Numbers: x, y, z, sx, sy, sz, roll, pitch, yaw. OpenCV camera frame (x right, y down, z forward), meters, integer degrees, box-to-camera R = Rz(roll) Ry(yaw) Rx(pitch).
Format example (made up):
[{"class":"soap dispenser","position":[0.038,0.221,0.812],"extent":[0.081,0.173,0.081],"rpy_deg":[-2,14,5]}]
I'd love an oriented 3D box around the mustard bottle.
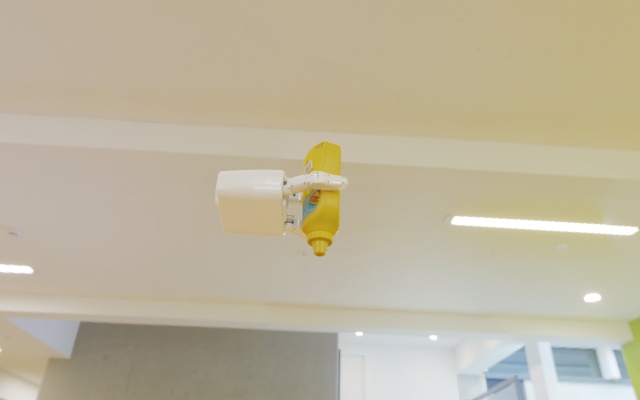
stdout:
[{"class":"mustard bottle","position":[0.000,0.002,0.795],"extent":[0.058,0.191,0.096],"rpy_deg":[15,-34,-20]}]
